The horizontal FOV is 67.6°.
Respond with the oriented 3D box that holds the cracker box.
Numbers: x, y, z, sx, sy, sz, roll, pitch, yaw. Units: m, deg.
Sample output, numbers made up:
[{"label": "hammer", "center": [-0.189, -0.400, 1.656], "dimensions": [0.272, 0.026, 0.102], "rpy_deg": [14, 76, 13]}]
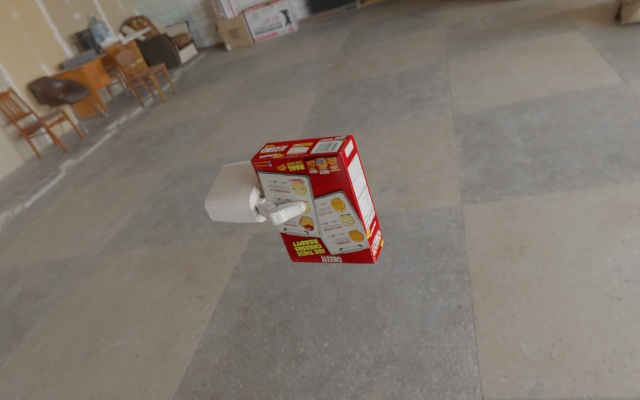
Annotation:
[{"label": "cracker box", "center": [0.000, 0.003, 0.794], "dimensions": [0.164, 0.214, 0.072], "rpy_deg": [-2, 34, 28]}]
